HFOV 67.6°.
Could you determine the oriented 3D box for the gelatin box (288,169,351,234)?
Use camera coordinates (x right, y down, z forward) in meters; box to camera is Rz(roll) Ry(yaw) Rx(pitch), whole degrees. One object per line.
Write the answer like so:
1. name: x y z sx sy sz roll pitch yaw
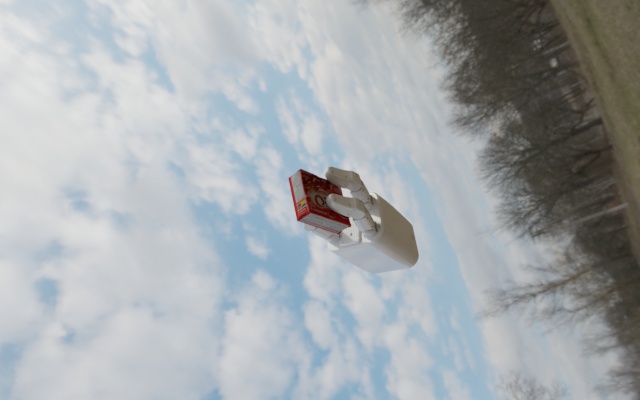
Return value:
1. gelatin box: 0.000 0.002 0.684 0.030 0.073 0.089 -35 -37 32
